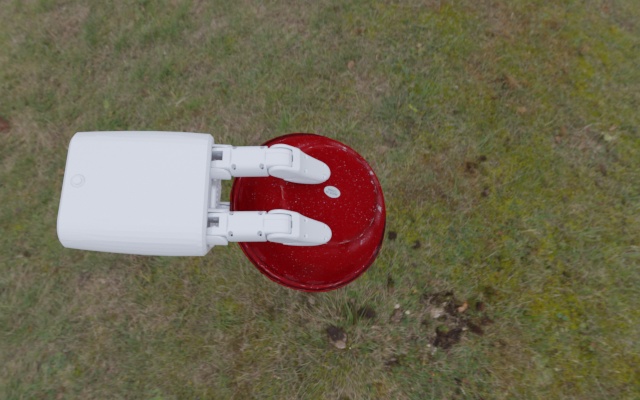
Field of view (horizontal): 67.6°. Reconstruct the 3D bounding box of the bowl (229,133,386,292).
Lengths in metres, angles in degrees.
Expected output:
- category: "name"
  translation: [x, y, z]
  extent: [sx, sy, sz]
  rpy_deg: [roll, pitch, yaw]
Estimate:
- category: "bowl"
  translation: [0.001, 0.001, 0.445]
  extent: [0.162, 0.162, 0.055]
  rpy_deg: [0, -16, -21]
